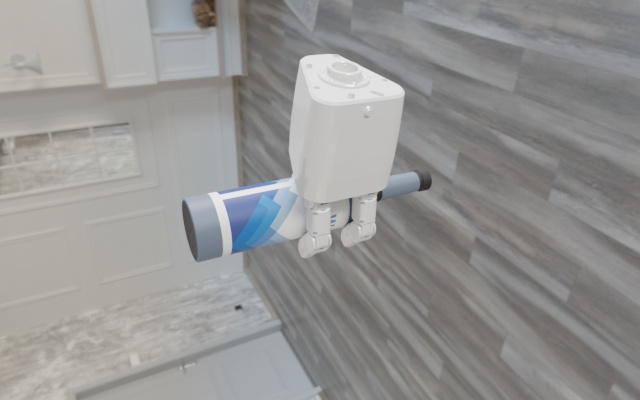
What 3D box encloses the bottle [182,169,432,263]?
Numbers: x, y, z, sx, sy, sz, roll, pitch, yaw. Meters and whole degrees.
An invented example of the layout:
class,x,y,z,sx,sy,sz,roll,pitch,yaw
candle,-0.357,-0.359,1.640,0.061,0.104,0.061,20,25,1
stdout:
class,x,y,z,sx,sy,sz,roll,pitch,yaw
bottle,0.000,0.002,0.539,0.295,0.069,0.069,-12,5,-24
